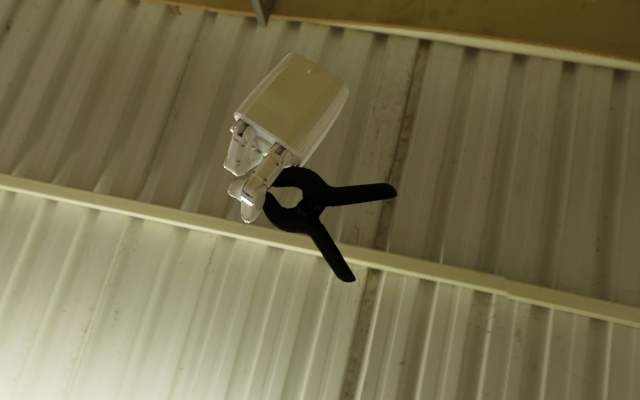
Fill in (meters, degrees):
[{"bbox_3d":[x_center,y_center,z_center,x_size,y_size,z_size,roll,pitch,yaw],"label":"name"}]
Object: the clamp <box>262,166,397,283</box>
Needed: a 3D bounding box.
[{"bbox_3d":[0.000,0.002,0.556,0.171,0.120,0.039,34,-12,16],"label":"clamp"}]
